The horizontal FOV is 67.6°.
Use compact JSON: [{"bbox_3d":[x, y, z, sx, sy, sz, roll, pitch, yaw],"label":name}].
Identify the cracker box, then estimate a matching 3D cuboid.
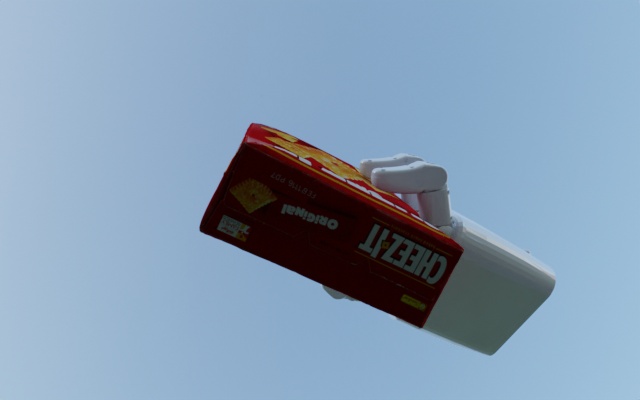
[{"bbox_3d":[0.000,0.001,0.401,0.164,0.072,0.213,25,8,-11],"label":"cracker box"}]
